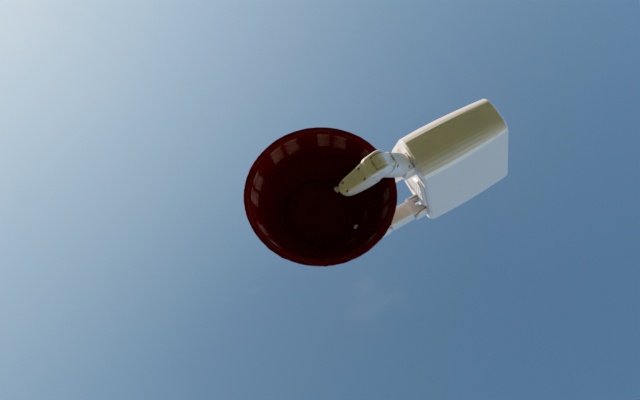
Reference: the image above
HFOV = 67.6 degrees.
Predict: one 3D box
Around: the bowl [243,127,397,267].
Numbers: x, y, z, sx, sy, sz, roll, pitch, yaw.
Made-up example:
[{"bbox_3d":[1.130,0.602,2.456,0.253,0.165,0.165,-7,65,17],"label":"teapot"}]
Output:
[{"bbox_3d":[-0.001,0.002,0.524,0.162,0.162,0.055,0,-24,1],"label":"bowl"}]
